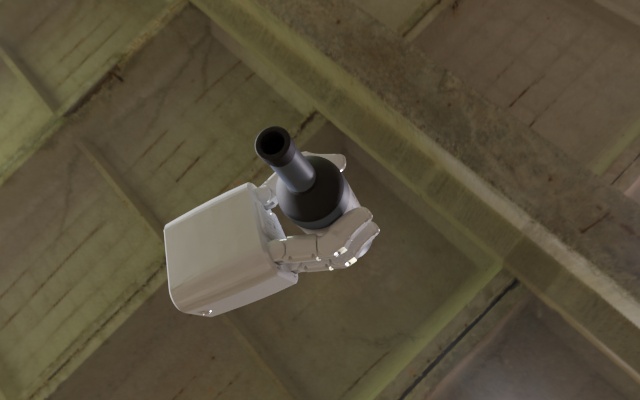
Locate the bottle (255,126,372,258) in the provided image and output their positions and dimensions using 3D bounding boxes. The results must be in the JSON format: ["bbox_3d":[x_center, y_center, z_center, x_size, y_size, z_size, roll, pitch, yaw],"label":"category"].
[{"bbox_3d":[0.000,0.002,0.481,0.069,0.069,0.296,0,-17,14],"label":"bottle"}]
